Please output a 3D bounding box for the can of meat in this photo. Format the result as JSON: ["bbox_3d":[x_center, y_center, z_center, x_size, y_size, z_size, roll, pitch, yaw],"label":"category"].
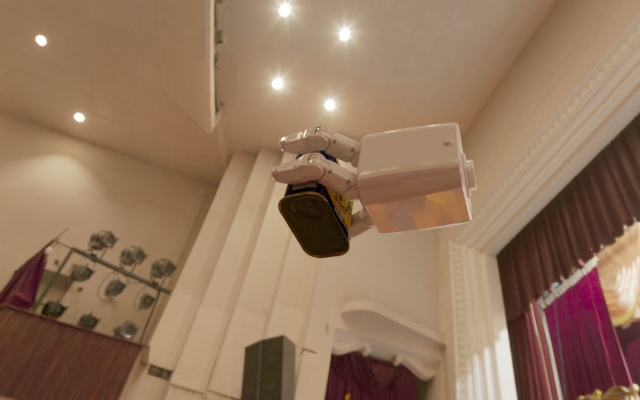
[{"bbox_3d":[0.000,0.002,0.553,0.057,0.102,0.084,-11,41,22],"label":"can of meat"}]
